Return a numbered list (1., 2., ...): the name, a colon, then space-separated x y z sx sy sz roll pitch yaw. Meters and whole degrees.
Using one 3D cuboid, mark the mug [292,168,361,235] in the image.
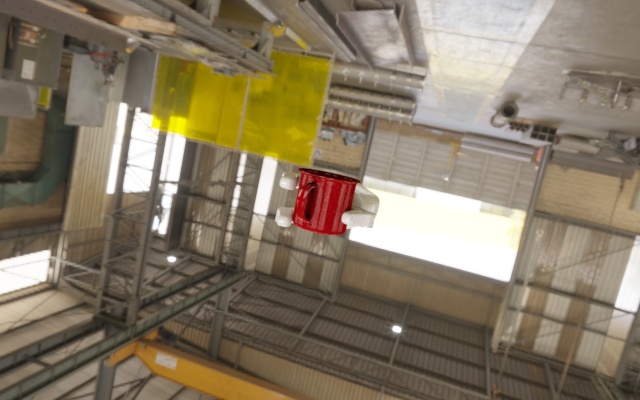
1. mug: 0.000 0.003 0.686 0.093 0.081 0.117 15 9 24
